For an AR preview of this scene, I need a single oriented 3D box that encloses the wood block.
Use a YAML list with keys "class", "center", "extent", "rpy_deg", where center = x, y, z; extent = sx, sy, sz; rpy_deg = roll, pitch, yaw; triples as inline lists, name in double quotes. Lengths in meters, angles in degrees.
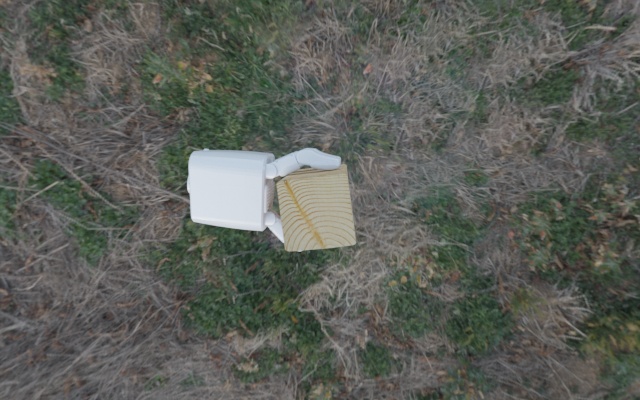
- class: "wood block"
  center: [0.000, 0.003, 0.680]
  extent: [0.090, 0.091, 0.206]
  rpy_deg: [-6, 7, 4]
